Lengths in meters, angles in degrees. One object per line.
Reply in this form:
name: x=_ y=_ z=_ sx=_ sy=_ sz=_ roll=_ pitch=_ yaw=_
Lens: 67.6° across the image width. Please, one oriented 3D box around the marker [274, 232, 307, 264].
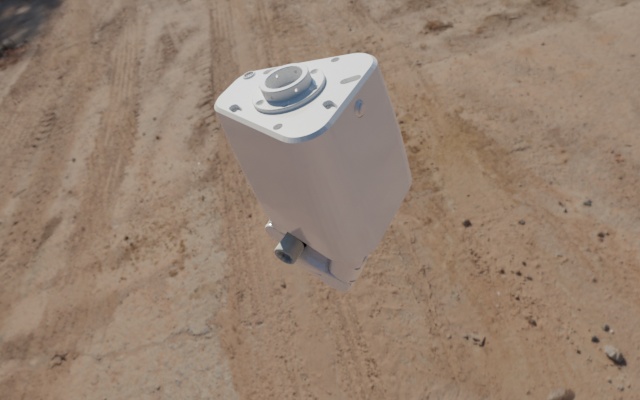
marker: x=0.000 y=0.001 z=0.400 sx=0.020 sy=0.121 sz=0.020 roll=23 pitch=-34 yaw=16
